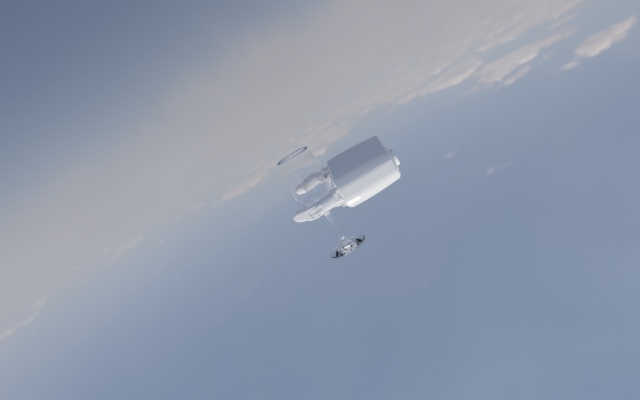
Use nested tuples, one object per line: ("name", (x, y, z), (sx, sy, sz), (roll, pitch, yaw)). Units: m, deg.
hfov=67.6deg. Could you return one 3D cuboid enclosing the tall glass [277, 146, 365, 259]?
("tall glass", (0.000, 0.004, 0.867), (0.079, 0.201, 0.079), (-30, 13, 7))
